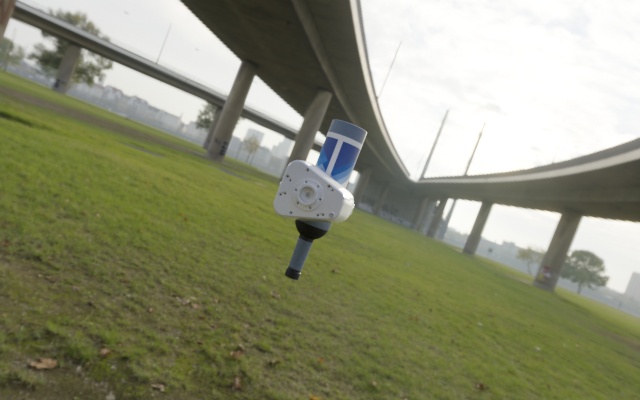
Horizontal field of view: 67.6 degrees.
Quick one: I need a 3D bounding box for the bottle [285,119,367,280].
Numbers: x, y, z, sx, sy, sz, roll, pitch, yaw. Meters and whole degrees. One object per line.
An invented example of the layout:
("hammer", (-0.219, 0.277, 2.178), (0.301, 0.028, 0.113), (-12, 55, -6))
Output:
("bottle", (0.000, 0.003, 0.867), (0.069, 0.296, 0.069), (21, 2, -1))
